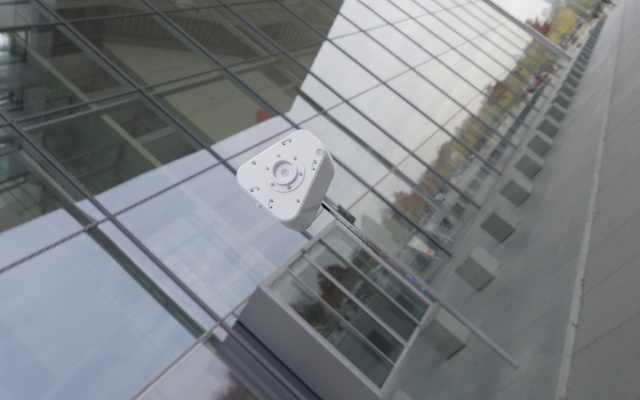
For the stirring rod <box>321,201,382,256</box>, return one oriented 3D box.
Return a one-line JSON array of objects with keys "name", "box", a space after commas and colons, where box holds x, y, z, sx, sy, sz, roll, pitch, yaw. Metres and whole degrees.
[{"name": "stirring rod", "box": [0.000, 0.002, 0.731, 0.239, 0.011, 0.011, 41, 8, 10]}]
